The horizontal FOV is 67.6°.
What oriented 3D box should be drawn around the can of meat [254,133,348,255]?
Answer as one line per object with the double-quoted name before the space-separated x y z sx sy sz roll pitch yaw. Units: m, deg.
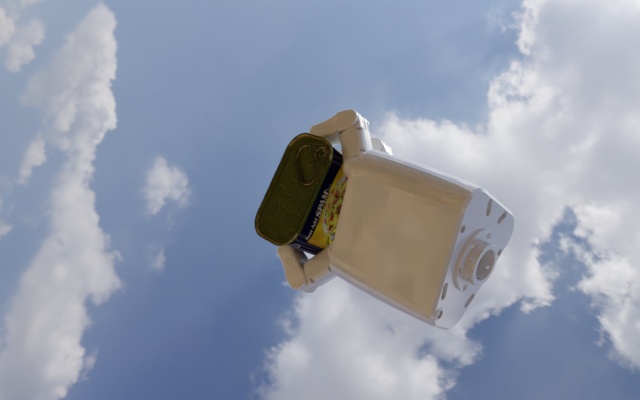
"can of meat" 0.000 0.002 0.445 0.057 0.102 0.084 22 -3 44
